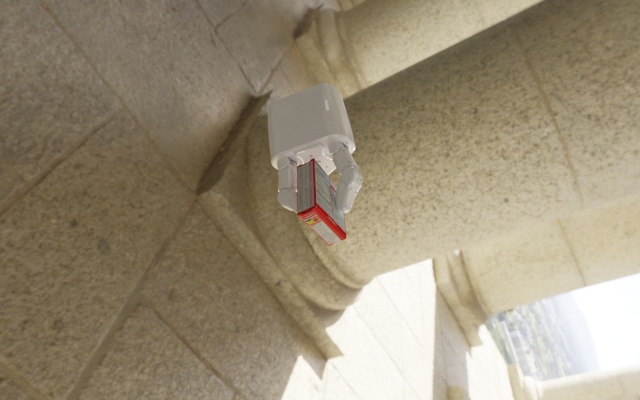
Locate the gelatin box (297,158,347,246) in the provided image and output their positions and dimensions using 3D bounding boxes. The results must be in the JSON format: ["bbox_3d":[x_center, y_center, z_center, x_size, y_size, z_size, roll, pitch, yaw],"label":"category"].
[{"bbox_3d":[0.001,0.002,0.608,0.030,0.089,0.073,-25,-48,20],"label":"gelatin box"}]
